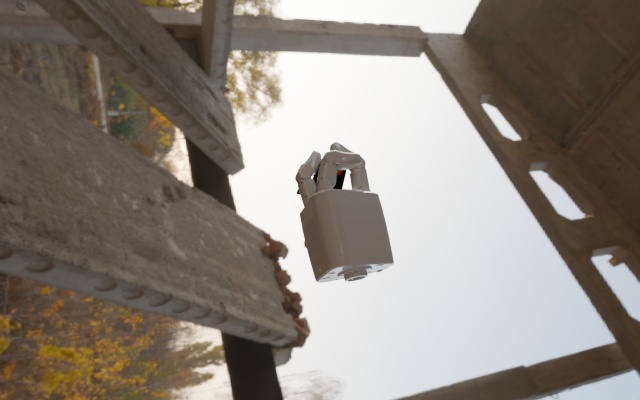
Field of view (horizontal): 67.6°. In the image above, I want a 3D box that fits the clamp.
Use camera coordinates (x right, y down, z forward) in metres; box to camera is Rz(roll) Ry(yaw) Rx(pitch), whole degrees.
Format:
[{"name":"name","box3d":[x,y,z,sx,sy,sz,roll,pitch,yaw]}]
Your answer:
[{"name":"clamp","box3d":[0.001,0.002,0.754,0.039,0.120,0.171,-4,-22,-21]}]
